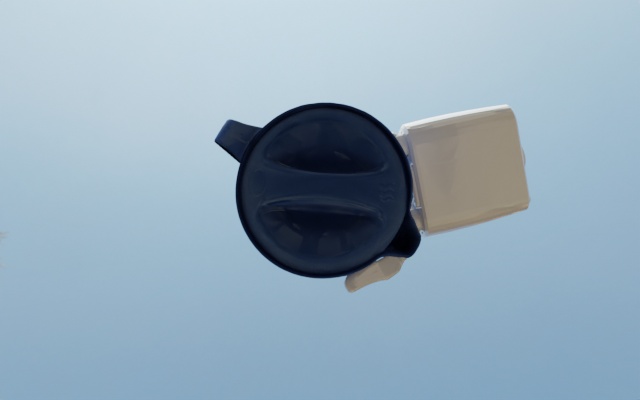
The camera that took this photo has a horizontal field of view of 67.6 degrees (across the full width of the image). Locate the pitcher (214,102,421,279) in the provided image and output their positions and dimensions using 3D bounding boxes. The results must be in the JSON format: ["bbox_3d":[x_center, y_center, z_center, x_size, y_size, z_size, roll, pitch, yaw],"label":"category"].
[{"bbox_3d":[0.000,0.002,0.467,0.145,0.149,0.243,-15,-9,1],"label":"pitcher"}]
